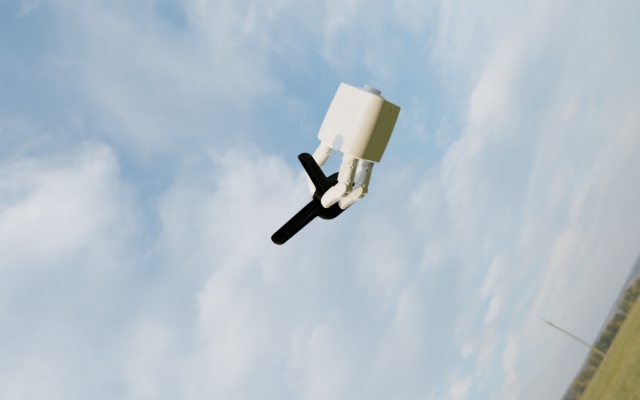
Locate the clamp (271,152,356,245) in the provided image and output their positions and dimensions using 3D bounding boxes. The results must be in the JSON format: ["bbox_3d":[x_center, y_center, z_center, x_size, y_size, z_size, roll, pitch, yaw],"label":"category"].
[{"bbox_3d":[0.000,0.002,0.847,0.036,0.164,0.210,33,16,31],"label":"clamp"}]
